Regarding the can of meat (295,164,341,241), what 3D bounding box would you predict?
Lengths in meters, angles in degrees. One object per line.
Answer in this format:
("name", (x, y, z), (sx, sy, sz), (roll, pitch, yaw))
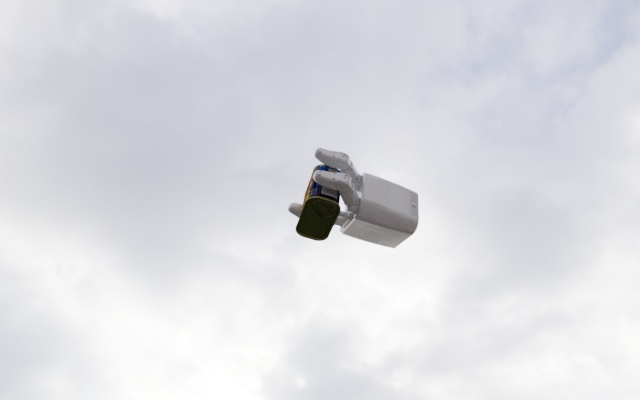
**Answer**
("can of meat", (0.000, 0.002, 0.797), (0.057, 0.084, 0.102), (16, -44, -6))
